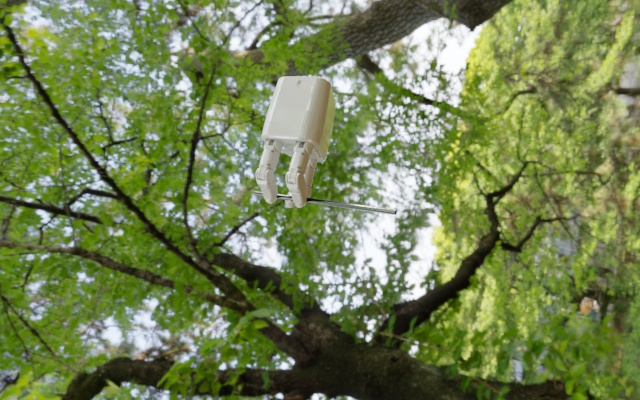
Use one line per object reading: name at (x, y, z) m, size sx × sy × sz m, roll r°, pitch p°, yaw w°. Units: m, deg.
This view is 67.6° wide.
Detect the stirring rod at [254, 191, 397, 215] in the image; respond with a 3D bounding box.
stirring rod at (0.000, 0.002, 0.727) m, size 0.239 × 0.011 × 0.011 m, roll 8°, pitch 3°, yaw 27°
